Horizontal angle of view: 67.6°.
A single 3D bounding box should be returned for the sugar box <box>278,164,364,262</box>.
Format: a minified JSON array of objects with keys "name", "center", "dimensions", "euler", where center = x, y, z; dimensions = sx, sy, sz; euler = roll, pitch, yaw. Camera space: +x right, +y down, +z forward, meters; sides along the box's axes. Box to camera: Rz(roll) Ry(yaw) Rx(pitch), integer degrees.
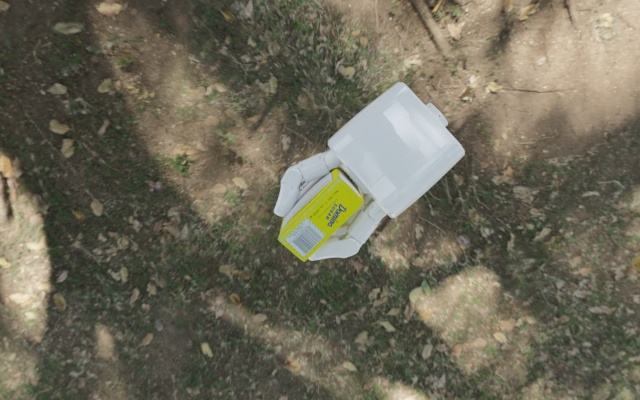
[{"name":"sugar box","center":[0.001,0.002,0.573],"dimensions":[0.093,0.048,0.176],"euler":[-44,7,10]}]
